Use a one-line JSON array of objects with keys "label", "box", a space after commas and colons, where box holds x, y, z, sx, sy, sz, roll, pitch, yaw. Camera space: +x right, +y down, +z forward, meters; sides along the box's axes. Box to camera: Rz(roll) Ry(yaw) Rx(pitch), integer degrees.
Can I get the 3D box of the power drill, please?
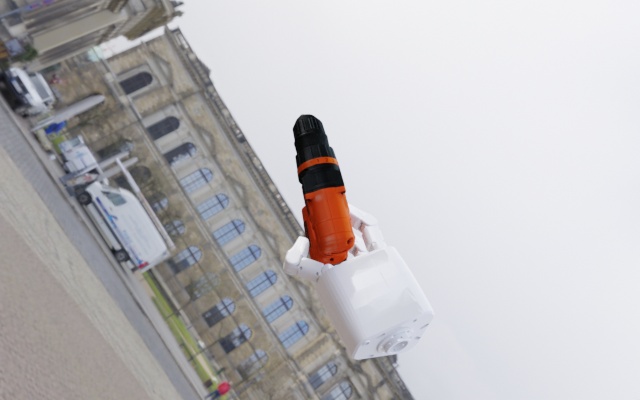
[{"label": "power drill", "box": [0.000, 0.002, 0.638, 0.057, 0.184, 0.188, -11, -22, -2]}]
